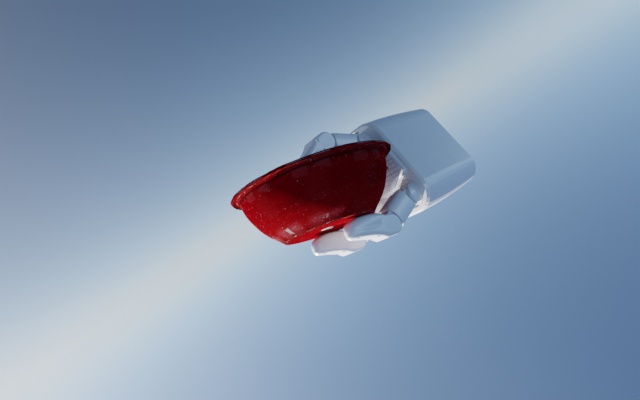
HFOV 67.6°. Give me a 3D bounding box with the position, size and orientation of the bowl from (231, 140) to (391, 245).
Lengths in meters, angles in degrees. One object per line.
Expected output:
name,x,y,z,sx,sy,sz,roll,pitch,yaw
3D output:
bowl,-0.001,0.002,0.454,0.162,0.055,0.162,-19,-10,-3
